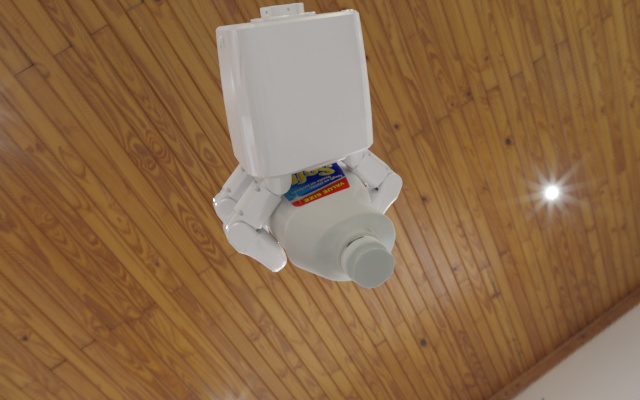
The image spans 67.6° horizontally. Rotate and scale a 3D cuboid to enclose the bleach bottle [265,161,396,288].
[{"bbox_3d":[0.000,0.001,0.413,0.102,0.068,0.250,-12,22,-16],"label":"bleach bottle"}]
